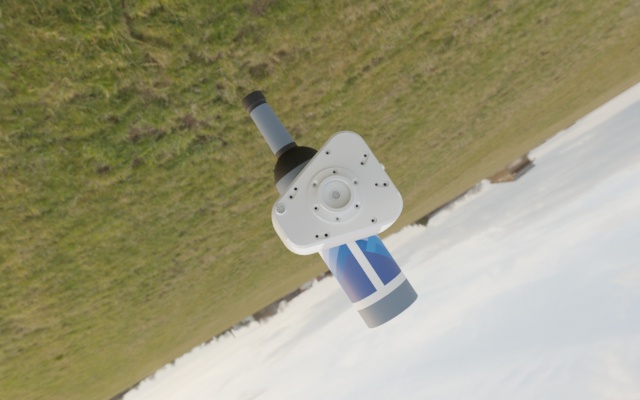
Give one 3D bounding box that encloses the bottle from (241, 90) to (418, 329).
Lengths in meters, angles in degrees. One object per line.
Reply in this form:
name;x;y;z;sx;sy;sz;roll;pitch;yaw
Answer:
bottle;0.000;0.002;0.544;0.069;0.295;0.069;-33;-5;-3
